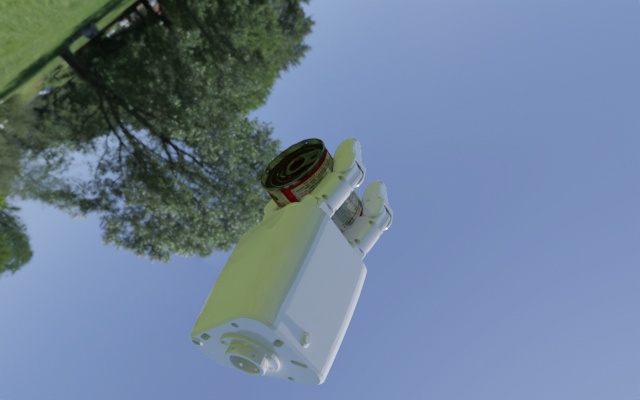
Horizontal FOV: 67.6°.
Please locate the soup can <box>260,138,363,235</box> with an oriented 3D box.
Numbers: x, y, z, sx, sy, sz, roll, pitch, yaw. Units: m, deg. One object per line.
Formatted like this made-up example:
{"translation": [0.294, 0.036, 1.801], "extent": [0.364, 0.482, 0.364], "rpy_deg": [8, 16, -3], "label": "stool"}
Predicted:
{"translation": [0.000, 0.001, 0.453], "extent": [0.068, 0.102, 0.068], "rpy_deg": [-26, 31, 17], "label": "soup can"}
